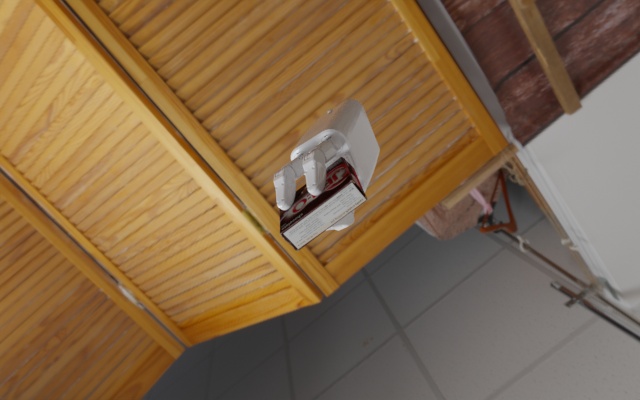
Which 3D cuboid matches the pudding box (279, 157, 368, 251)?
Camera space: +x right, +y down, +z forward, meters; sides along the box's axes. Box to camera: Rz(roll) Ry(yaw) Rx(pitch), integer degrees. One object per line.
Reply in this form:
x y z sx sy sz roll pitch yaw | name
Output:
0.000 0.002 0.609 0.113 0.039 0.090 -39 20 11 | pudding box
